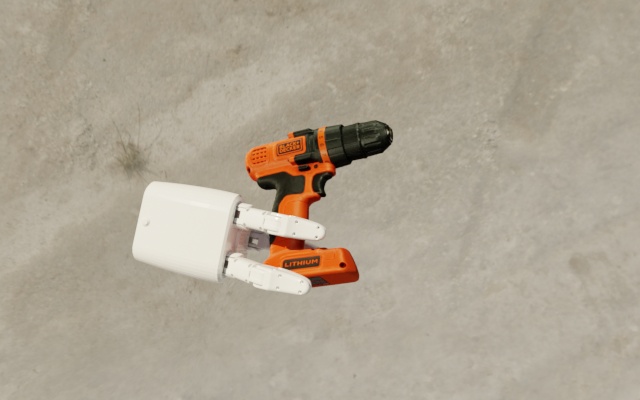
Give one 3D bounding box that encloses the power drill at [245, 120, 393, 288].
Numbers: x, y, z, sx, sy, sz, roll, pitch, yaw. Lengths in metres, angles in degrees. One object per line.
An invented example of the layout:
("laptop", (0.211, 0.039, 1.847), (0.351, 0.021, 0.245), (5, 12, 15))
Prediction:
("power drill", (0.000, 0.002, 0.548), (0.184, 0.187, 0.057), (-12, -28, 19))
